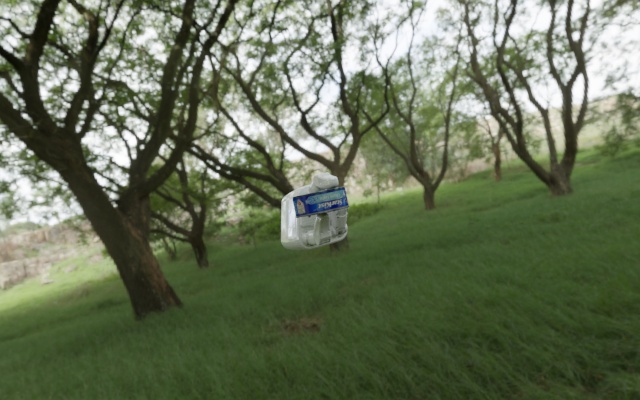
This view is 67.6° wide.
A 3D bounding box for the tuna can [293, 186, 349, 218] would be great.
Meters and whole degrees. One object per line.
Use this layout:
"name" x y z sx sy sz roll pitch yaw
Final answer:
"tuna can" 0.000 0.002 0.745 0.086 0.034 0.086 -12 1 0
